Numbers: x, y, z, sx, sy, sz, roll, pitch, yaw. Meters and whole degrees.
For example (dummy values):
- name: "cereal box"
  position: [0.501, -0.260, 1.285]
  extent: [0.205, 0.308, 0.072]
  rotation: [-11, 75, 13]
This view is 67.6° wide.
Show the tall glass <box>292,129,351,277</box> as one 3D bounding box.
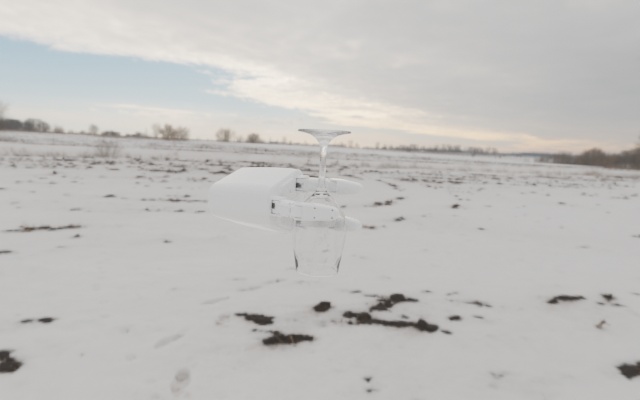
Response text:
- name: "tall glass"
  position: [0.000, 0.002, 0.671]
  extent: [0.079, 0.201, 0.079]
  rotation: [3, 7, 0]
